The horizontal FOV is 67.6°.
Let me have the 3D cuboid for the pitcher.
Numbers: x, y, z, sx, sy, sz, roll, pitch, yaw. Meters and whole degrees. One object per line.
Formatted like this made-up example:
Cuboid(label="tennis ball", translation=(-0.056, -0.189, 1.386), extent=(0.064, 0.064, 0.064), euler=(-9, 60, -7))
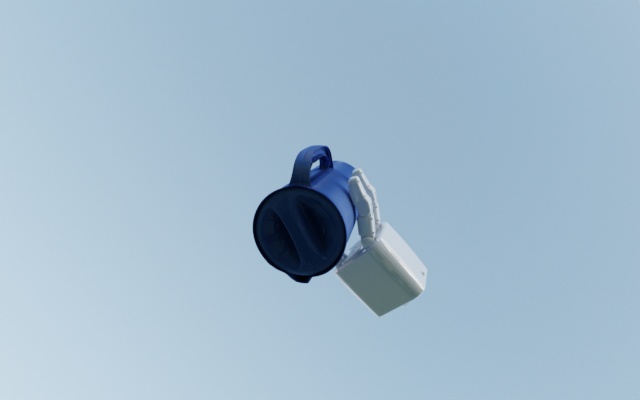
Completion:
Cuboid(label="pitcher", translation=(0.000, 0.003, 0.744), extent=(0.149, 0.145, 0.242), euler=(-43, 2, 22))
